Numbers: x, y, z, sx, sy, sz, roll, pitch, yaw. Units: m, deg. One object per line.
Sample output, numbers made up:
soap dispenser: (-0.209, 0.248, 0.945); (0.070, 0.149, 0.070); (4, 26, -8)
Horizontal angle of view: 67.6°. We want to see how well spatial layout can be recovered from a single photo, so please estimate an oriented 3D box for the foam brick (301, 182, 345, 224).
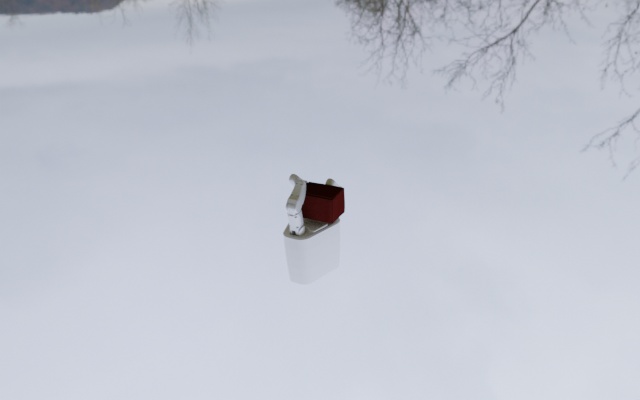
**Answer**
foam brick: (0.000, 0.003, 0.876); (0.078, 0.051, 0.053); (11, 29, 27)
